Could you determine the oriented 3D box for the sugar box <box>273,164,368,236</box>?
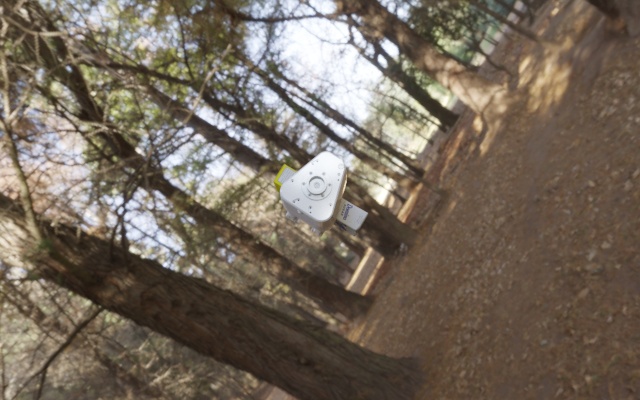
[{"bbox_3d":[0.000,0.003,0.888,0.176,0.048,0.093,33,-8,6],"label":"sugar box"}]
